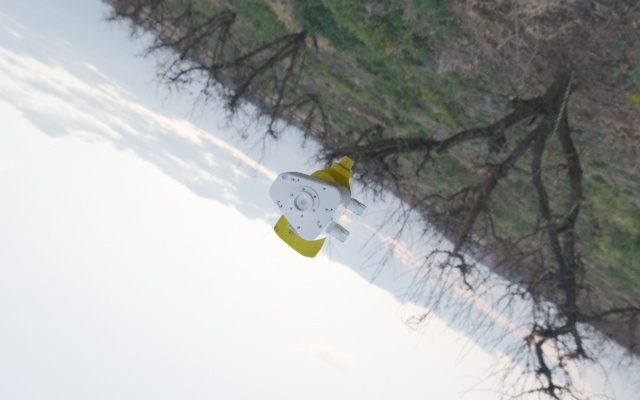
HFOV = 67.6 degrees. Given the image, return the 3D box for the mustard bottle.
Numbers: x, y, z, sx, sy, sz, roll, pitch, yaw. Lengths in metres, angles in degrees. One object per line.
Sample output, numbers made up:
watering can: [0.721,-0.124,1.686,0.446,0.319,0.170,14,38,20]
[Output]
mustard bottle: [0.000,0.003,0.868,0.096,0.191,0.058,37,7,32]
